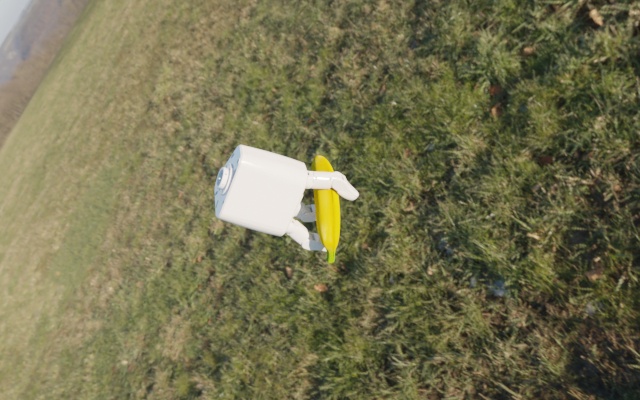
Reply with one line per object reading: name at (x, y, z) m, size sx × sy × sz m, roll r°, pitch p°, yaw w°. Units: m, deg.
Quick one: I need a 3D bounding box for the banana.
banana at (0.005, -0.003, 0.765) m, size 0.037 × 0.197 × 0.070 m, roll 4°, pitch -30°, yaw -15°
